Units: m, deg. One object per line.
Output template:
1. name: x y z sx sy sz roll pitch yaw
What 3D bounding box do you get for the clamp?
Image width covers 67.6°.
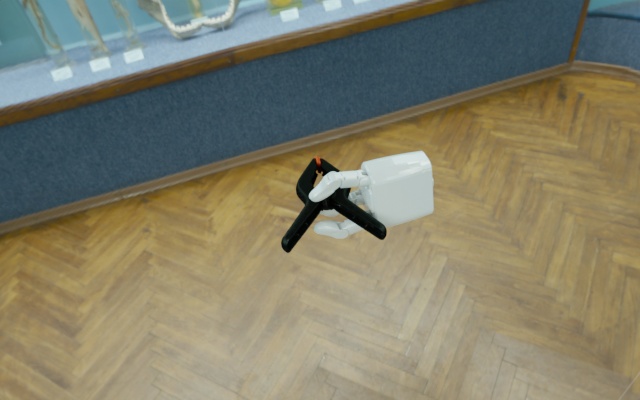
1. clamp: 0.000 0.002 0.798 0.164 0.036 0.209 -11 44 -10
